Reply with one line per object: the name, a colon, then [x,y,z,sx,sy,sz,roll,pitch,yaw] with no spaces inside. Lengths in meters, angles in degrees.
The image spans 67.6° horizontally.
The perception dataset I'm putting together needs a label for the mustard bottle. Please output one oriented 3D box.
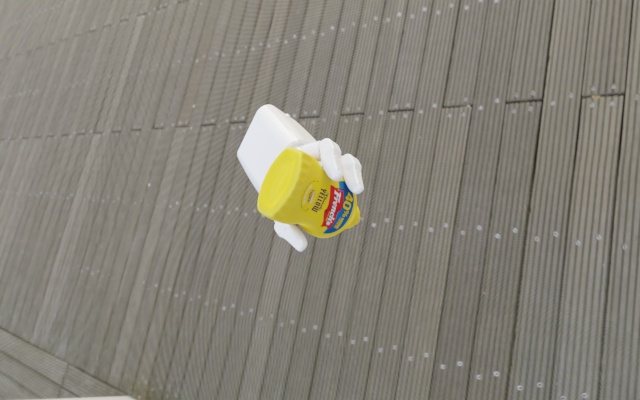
mustard bottle: [0.000,0.002,0.676,0.058,0.096,0.192,22,-3,39]
